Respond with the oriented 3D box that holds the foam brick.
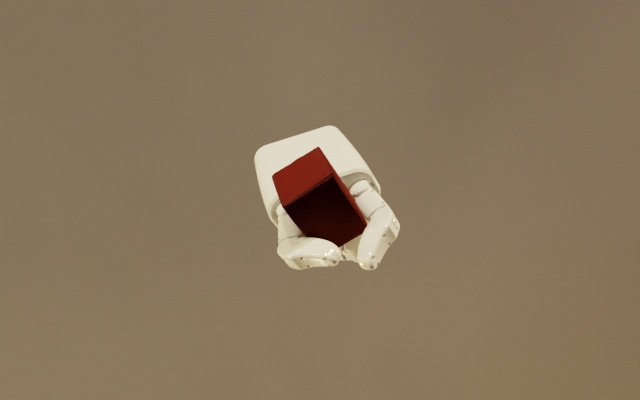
[{"bbox_3d":[0.000,0.001,0.434,0.053,0.078,0.051,-31,40,6],"label":"foam brick"}]
